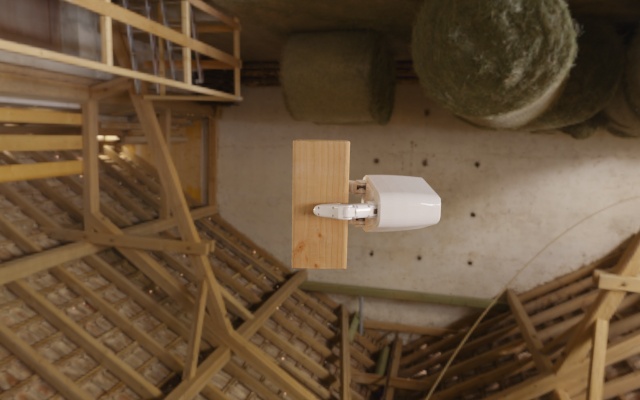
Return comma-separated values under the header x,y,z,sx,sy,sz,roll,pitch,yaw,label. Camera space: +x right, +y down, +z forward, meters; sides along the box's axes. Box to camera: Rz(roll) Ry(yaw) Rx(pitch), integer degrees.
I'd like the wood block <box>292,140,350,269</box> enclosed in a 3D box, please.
x,y,z,sx,sy,sz,roll,pitch,yaw,label
0.001,0.003,0.798,0.090,0.206,0.091,1,8,1,wood block
